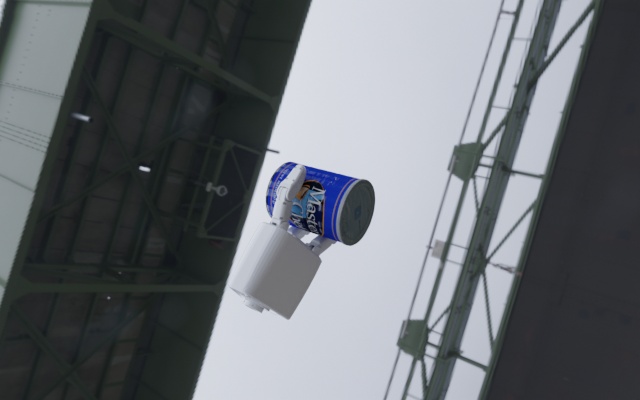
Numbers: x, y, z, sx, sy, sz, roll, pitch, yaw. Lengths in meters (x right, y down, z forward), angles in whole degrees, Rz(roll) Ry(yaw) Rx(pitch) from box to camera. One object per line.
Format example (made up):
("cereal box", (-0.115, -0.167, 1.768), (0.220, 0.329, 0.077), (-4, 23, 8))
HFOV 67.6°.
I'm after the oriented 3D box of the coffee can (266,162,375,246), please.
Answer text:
("coffee can", (0.000, 0.002, 0.748), (0.140, 0.103, 0.103), (16, 9, 32))
